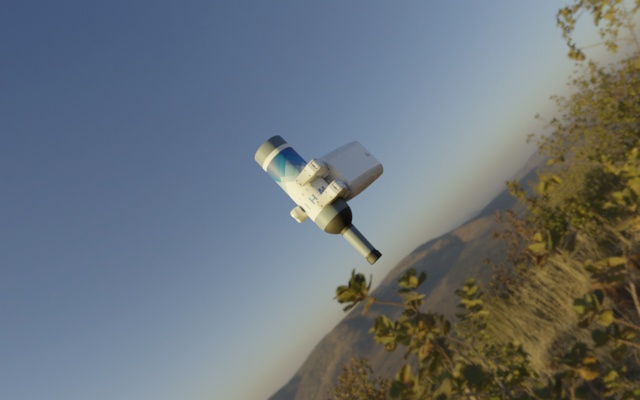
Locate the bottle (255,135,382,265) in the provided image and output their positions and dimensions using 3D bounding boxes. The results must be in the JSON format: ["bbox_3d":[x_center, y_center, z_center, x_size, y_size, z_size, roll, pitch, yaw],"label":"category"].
[{"bbox_3d":[0.000,0.003,0.878,0.295,0.069,0.069,46,12,12],"label":"bottle"}]
